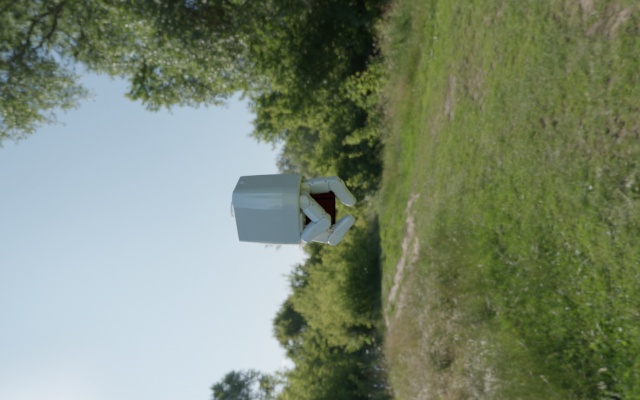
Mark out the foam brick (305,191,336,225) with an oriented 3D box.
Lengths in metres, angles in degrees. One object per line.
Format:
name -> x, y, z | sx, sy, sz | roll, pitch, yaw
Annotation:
foam brick -> 0.000, 0.003, 0.828 | 0.051, 0.053, 0.078 | 0, 24, 1
